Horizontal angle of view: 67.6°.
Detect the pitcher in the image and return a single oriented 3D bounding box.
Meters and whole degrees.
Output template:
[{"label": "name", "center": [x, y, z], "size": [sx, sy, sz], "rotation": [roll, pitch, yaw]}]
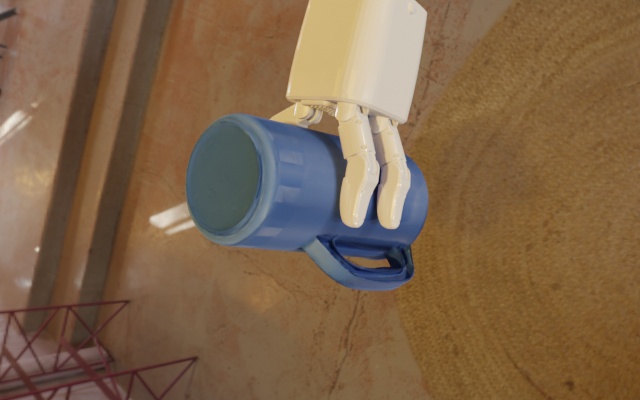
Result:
[{"label": "pitcher", "center": [0.000, 0.001, 0.466], "size": [0.149, 0.145, 0.243], "rotation": [17, 6, 38]}]
